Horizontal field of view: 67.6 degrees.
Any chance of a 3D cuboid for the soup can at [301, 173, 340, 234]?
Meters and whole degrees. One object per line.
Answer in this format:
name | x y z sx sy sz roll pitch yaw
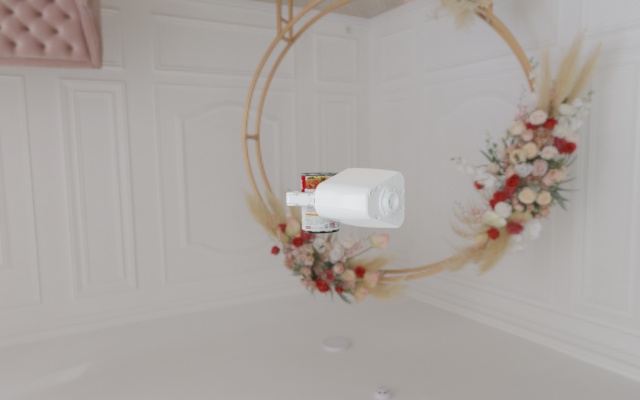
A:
soup can | 0.000 0.003 0.838 0.068 0.102 0.068 -1 6 0
